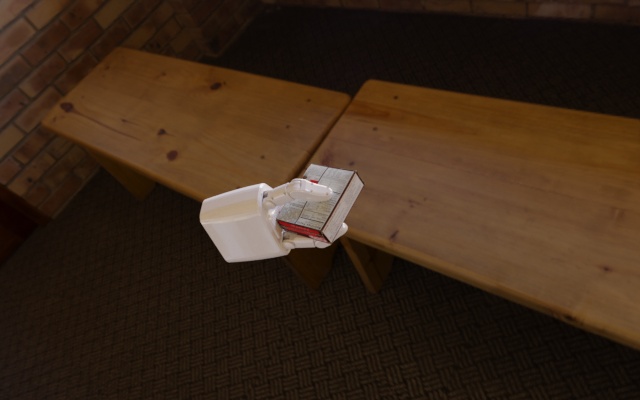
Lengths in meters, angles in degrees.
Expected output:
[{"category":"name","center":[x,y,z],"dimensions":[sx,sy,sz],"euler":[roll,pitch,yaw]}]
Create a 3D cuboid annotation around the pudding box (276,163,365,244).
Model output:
[{"category":"pudding box","center":[0.000,0.002,0.705],"dimensions":[0.090,0.113,0.039],"euler":[13,-26,37]}]
